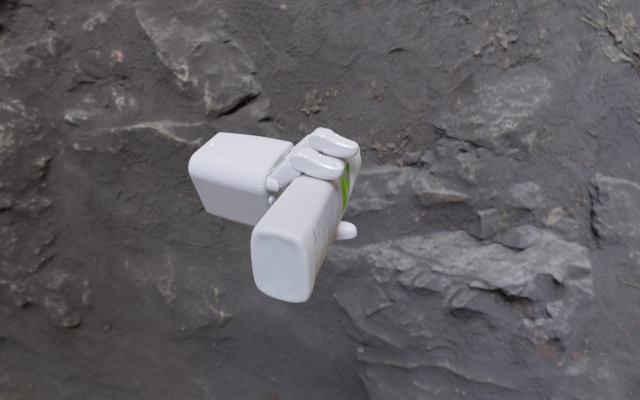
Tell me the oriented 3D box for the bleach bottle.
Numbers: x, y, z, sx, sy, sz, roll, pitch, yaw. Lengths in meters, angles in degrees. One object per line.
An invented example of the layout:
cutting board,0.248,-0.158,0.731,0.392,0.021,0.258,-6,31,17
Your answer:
bleach bottle,0.000,0.002,0.586,0.068,0.103,0.250,11,36,17
